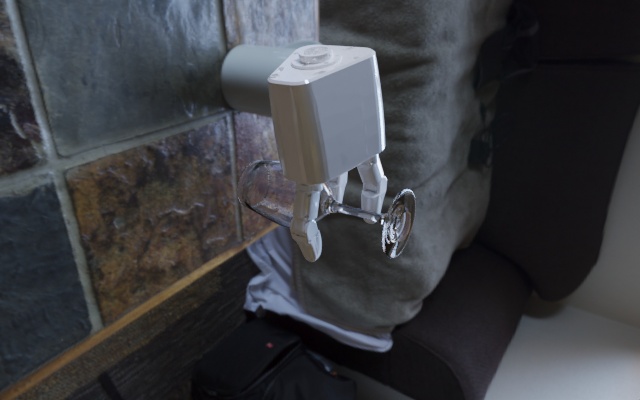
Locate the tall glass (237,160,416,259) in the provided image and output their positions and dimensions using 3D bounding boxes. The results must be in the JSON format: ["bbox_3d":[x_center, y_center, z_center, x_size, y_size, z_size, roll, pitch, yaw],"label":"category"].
[{"bbox_3d":[0.001,0.002,0.542,0.201,0.079,0.079,15,8,31],"label":"tall glass"}]
